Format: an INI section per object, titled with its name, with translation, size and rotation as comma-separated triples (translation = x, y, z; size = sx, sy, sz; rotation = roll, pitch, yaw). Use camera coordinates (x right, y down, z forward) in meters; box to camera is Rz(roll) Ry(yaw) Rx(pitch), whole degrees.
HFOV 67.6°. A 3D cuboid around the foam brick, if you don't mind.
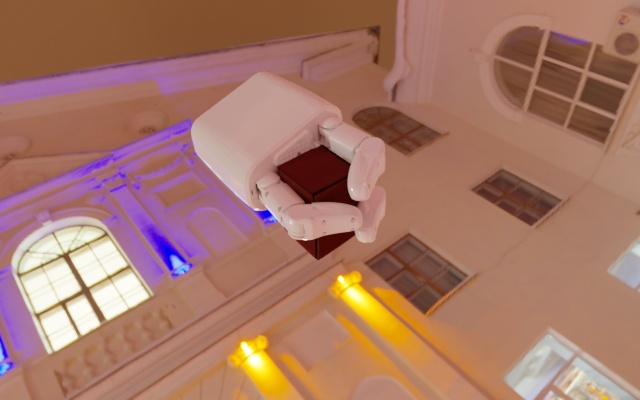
[foam brick]
translation = 0.000, 0.002, 0.426
size = 0.053, 0.078, 0.051
rotation = -30, 48, -28
